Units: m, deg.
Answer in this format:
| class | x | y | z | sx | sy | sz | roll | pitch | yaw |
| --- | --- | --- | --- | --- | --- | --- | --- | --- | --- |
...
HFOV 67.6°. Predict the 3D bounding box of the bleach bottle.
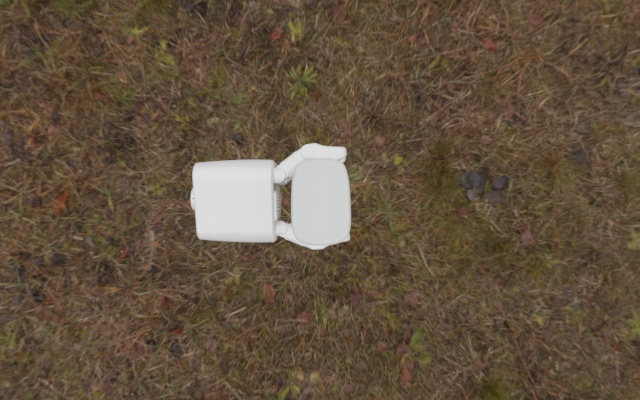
| class | x | y | z | sx | sy | sz | roll | pitch | yaw |
| --- | --- | --- | --- | --- | --- | --- | --- | --- | --- |
| bleach bottle | 0.000 | 0.002 | 0.655 | 0.068 | 0.102 | 0.251 | -1 | -1 | 0 |
